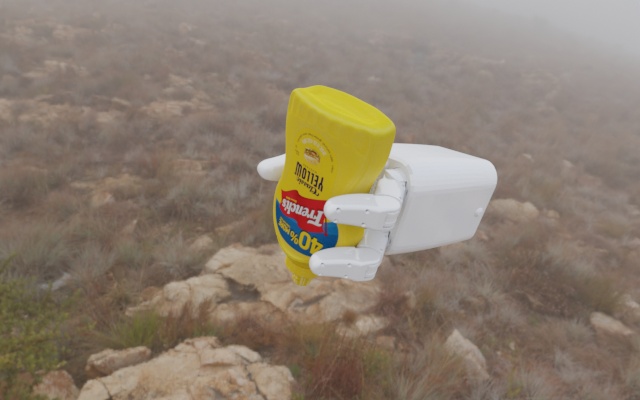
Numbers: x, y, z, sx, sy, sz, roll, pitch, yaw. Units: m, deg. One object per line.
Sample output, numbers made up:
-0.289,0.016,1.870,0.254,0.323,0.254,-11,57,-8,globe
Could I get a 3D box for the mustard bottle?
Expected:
0.000,0.001,0.435,0.096,0.192,0.058,33,37,29,mustard bottle
